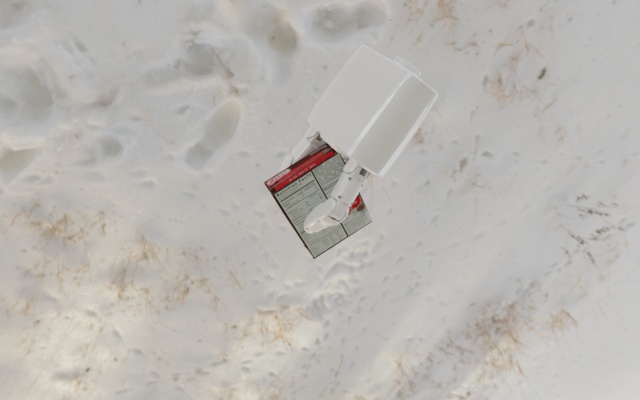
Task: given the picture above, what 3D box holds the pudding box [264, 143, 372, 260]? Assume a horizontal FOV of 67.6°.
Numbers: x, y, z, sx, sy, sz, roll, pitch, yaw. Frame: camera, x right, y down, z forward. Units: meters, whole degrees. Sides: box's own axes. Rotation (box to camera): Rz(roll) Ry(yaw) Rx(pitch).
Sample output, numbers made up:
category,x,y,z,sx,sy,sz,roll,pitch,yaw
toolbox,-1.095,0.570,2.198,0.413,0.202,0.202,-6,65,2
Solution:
category,x,y,z,sx,sy,sz,roll,pitch,yaw
pudding box,0.000,0.002,0.559,0.090,0.113,0.039,-32,32,-4
